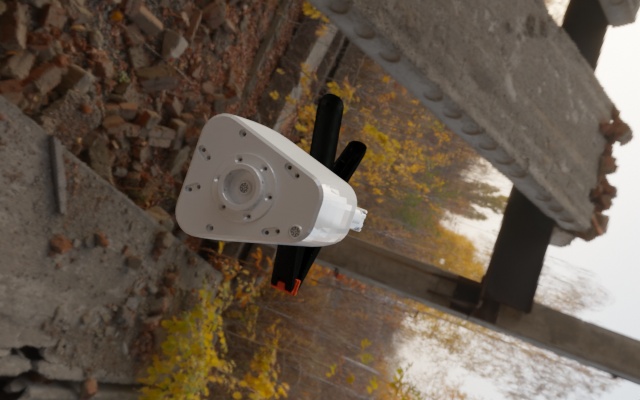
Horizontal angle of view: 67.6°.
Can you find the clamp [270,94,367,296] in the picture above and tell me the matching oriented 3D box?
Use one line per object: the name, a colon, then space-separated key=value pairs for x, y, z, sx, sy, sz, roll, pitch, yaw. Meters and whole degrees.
clamp: x=0.001 y=0.003 z=0.535 sx=0.036 sy=0.210 sz=0.164 roll=20 pitch=2 yaw=18
